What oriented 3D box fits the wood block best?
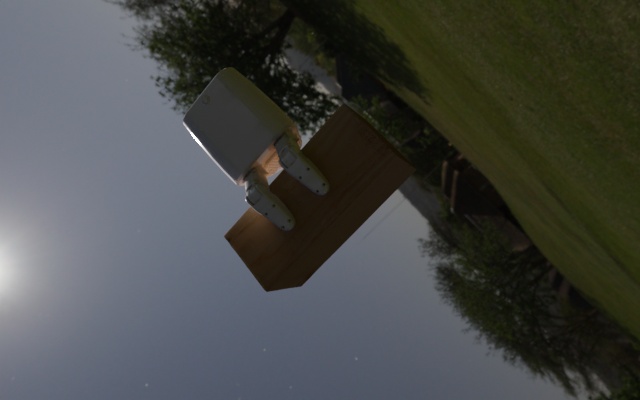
[{"bbox_3d":[0.000,0.002,0.557,0.090,0.206,0.091,48,14,20],"label":"wood block"}]
